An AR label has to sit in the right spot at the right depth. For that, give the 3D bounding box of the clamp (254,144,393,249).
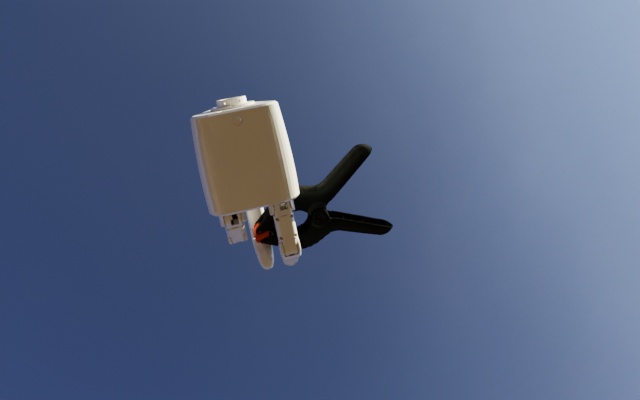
[{"bbox_3d":[0.000,0.002,0.574,0.171,0.120,0.039,-13,16,-10],"label":"clamp"}]
